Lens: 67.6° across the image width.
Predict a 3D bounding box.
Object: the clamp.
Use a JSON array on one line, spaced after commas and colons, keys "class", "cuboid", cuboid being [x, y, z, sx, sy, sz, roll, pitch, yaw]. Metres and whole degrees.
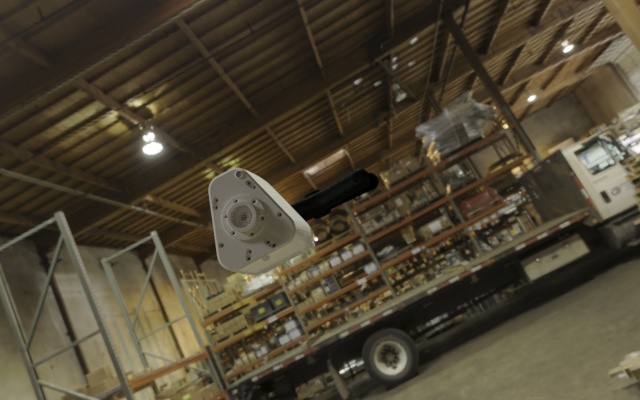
[{"class": "clamp", "cuboid": [0.000, 0.002, 0.634, 0.171, 0.039, 0.120, -28, -11, 2]}]
